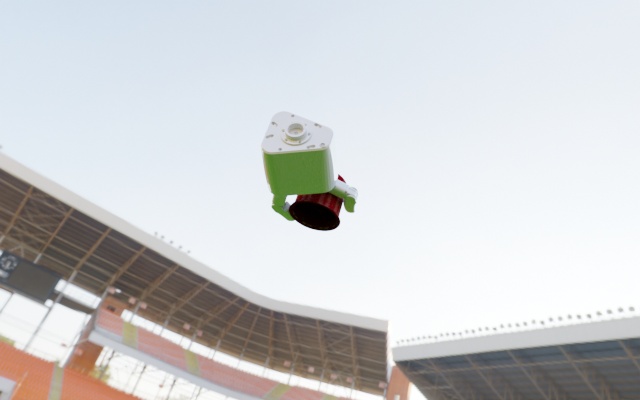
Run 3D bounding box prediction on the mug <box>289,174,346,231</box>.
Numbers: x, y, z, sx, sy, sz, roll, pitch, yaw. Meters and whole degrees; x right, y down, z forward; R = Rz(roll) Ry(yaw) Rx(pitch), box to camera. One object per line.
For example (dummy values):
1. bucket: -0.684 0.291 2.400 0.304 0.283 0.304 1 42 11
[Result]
1. mug: 0.000 0.003 0.861 0.093 0.081 0.117 12 -33 9
